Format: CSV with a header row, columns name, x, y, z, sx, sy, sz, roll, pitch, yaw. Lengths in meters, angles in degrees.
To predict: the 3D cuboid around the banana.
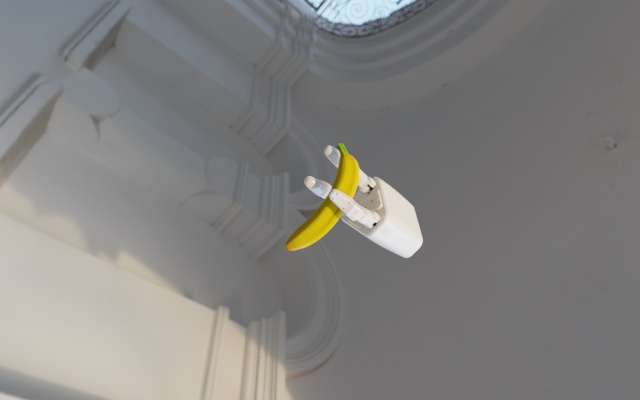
name,x,y,z,sx,sy,sz,roll,pitch,yaw
banana,0.012,0.005,0.775,0.037,0.198,0.069,31,-3,-40
